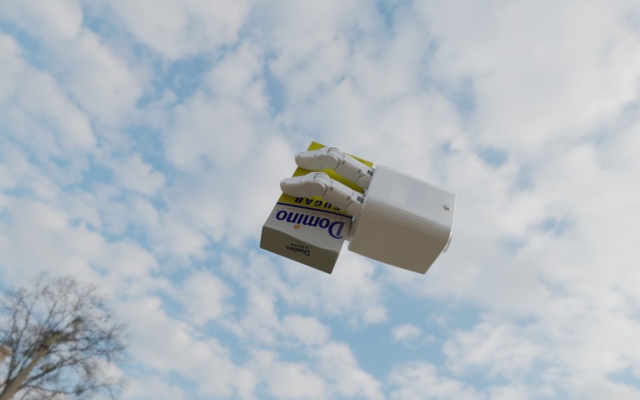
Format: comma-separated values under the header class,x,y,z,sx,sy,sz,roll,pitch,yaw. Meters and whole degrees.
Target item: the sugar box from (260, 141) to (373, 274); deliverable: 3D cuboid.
class,x,y,z,sx,sy,sz,roll,pitch,yaw
sugar box,0.000,0.002,0.600,0.093,0.048,0.176,20,42,5
